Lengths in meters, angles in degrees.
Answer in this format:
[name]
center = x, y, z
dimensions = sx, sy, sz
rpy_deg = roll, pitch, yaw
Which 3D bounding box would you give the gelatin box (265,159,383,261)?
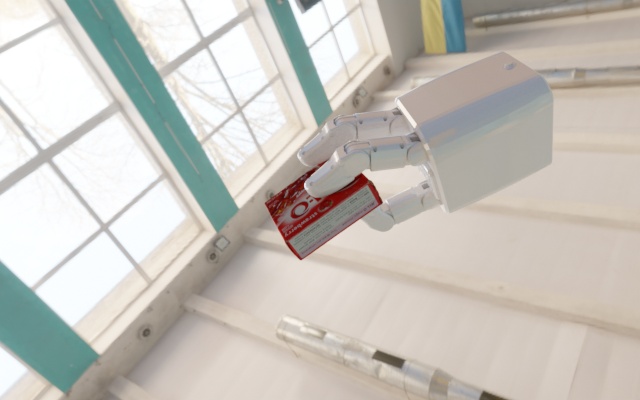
[gelatin box]
center = 0.000, 0.002, 0.426
dimensions = 0.089, 0.030, 0.073
rpy_deg = -36, 33, -1
